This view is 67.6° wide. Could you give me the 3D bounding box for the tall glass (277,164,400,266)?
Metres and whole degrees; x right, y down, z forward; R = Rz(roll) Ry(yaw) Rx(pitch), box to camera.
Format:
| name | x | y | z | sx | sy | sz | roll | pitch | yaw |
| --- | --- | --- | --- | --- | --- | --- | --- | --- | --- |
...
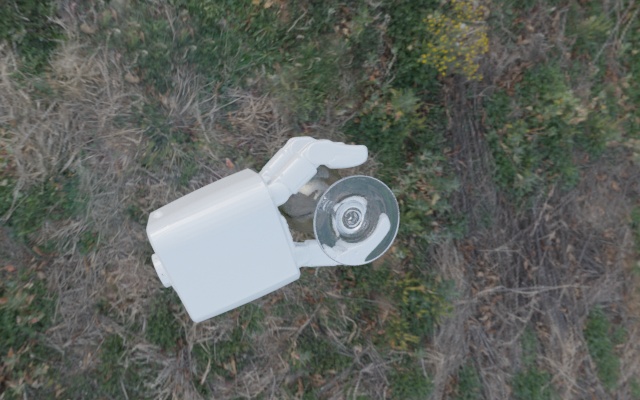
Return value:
| name | x | y | z | sx | sy | sz | roll | pitch | yaw |
| --- | --- | --- | --- | --- | --- | --- | --- | --- | --- |
| tall glass | 0.000 | 0.002 | 0.475 | 0.079 | 0.079 | 0.201 | 0 | 9 | -17 |
